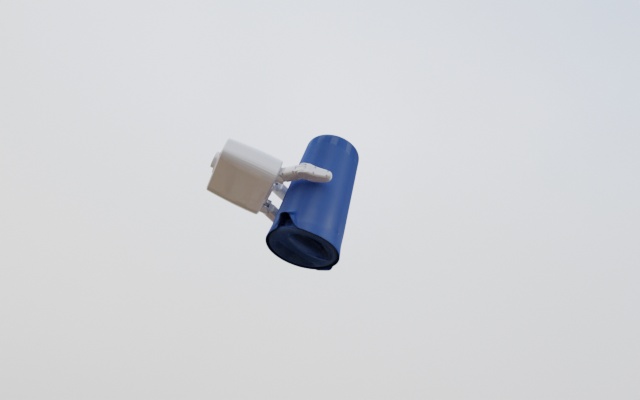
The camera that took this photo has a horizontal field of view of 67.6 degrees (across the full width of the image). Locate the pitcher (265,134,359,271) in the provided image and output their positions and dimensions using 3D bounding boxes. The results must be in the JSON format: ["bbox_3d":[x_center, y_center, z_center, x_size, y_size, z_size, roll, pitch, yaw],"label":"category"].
[{"bbox_3d":[0.000,0.003,0.894,0.145,0.242,0.149,24,-35,-8],"label":"pitcher"}]
